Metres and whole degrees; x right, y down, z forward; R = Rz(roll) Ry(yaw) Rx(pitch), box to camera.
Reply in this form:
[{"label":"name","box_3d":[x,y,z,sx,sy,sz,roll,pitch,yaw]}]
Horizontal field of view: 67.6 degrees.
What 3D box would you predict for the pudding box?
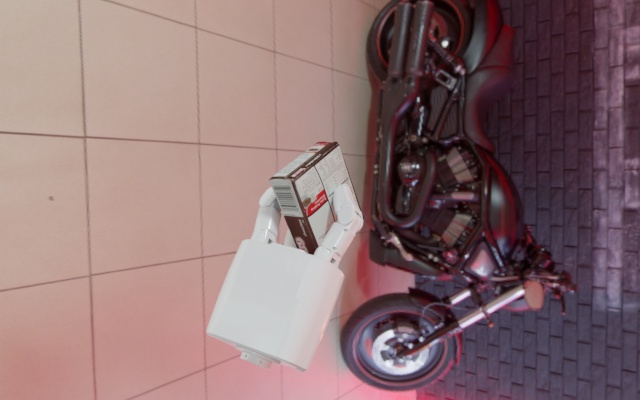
[{"label":"pudding box","box_3d":[0.000,0.002,0.547,0.039,0.113,0.090,6,35,39]}]
